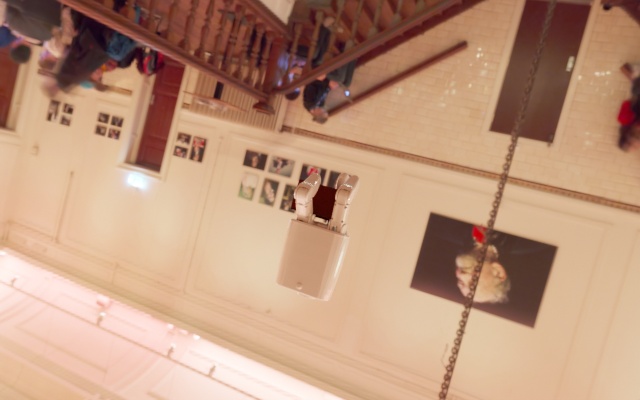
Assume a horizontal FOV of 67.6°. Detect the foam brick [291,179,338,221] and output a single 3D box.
[{"bbox_3d":[0.000,0.002,0.771,0.078,0.051,0.053,16,-3,20],"label":"foam brick"}]
